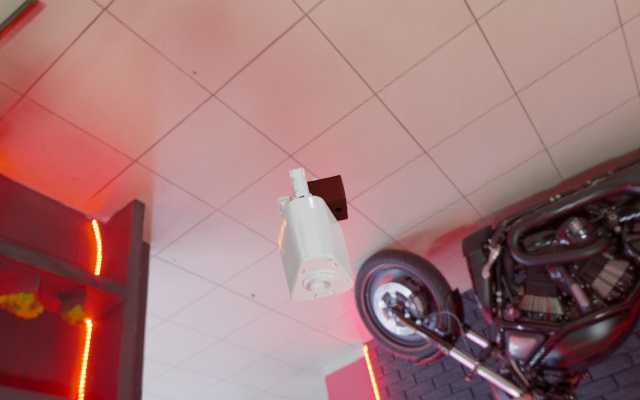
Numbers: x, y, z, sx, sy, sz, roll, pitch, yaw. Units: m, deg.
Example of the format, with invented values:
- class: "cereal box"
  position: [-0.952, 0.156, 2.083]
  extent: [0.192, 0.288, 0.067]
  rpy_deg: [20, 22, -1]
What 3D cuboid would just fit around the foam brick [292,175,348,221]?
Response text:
- class: "foam brick"
  position: [0.000, 0.002, 0.735]
  extent: [0.078, 0.051, 0.053]
  rpy_deg: [-12, -41, -3]
